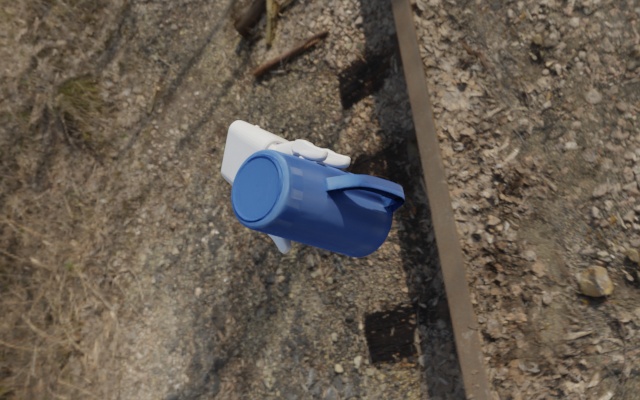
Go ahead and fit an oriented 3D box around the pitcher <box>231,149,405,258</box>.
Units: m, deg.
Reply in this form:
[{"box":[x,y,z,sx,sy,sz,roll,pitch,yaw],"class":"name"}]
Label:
[{"box":[0.000,0.002,0.699,0.145,0.149,0.243,35,12,39],"class":"pitcher"}]
